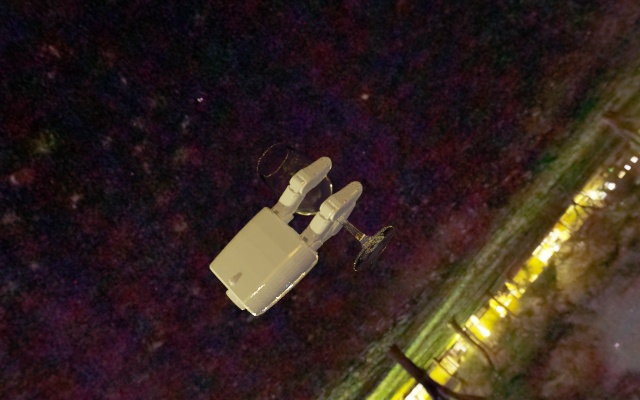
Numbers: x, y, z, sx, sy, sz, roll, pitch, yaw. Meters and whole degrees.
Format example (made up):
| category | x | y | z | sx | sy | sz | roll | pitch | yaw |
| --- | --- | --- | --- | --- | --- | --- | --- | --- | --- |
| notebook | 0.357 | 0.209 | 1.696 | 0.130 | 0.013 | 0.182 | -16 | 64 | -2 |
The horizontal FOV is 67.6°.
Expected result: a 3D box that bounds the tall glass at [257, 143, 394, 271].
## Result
| category | x | y | z | sx | sy | sz | roll | pitch | yaw |
| --- | --- | --- | --- | --- | --- | --- | --- | --- | --- |
| tall glass | 0.001 | 0.002 | 0.648 | 0.201 | 0.079 | 0.079 | 41 | 19 | 23 |
